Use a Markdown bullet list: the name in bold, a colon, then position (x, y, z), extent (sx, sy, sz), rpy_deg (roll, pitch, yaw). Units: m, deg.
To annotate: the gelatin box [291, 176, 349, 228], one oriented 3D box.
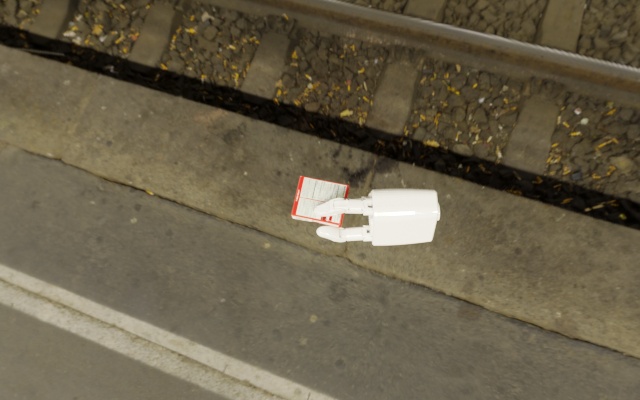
- **gelatin box**: position (0.000, 0.003, 0.832), extent (0.089, 0.073, 0.030), rpy_deg (11, -13, 3)
